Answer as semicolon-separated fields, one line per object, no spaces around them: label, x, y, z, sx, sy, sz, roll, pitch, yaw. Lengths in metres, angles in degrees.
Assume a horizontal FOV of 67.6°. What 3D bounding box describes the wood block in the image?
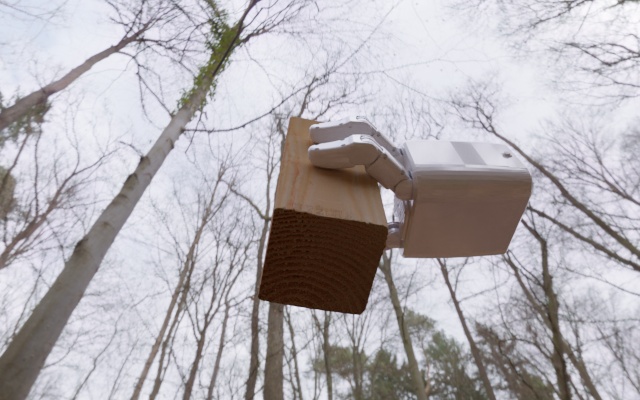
wood block;0.000;0.002;0.459;0.090;0.091;0.206;10;28;-5
